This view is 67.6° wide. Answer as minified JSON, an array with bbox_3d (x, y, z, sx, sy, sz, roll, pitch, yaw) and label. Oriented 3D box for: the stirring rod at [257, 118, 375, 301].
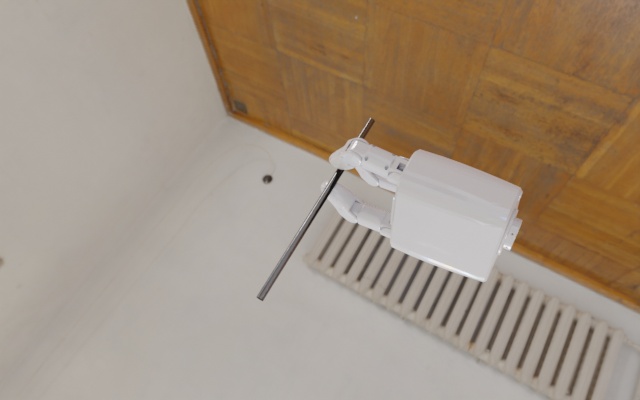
[{"bbox_3d":[0.000,0.002,0.511,0.011,0.239,0.011,27,-22,12],"label":"stirring rod"}]
